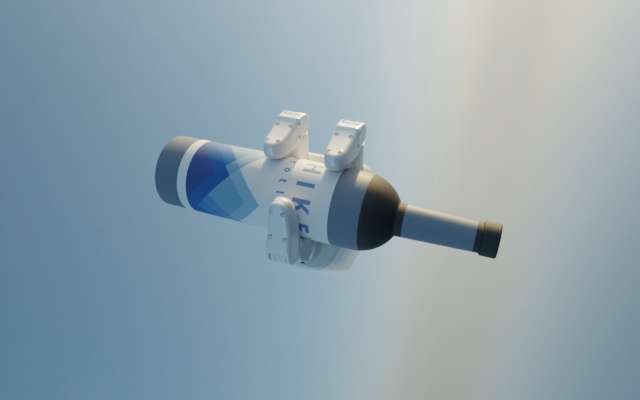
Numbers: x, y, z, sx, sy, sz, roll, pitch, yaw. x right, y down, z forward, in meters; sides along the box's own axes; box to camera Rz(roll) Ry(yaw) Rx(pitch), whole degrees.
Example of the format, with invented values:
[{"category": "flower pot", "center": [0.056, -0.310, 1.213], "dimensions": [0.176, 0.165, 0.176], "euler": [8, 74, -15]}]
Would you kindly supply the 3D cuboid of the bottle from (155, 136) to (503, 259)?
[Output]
[{"category": "bottle", "center": [0.000, 0.001, 0.410], "dimensions": [0.295, 0.069, 0.069], "euler": [12, 4, 18]}]
